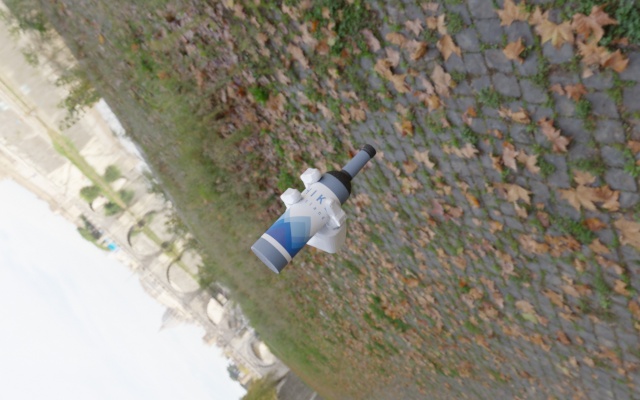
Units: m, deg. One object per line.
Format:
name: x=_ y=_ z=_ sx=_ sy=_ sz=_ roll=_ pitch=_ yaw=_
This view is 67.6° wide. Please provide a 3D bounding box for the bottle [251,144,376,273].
bottle: x=0.000 y=0.003 z=0.874 sx=0.295 sy=0.069 sz=0.069 roll=-46 pitch=17 yaw=-17
